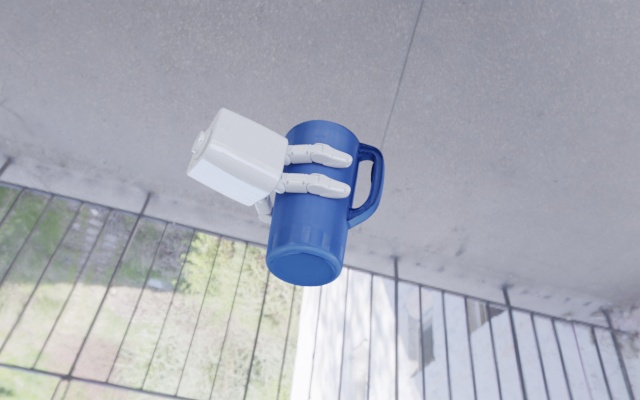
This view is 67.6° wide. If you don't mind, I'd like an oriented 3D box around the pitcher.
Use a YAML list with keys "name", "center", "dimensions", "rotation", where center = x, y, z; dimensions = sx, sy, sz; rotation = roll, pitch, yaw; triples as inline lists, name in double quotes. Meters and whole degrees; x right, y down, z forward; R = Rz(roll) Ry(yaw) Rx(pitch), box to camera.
- name: "pitcher"
  center: [0.000, 0.002, 0.725]
  dimensions: [0.145, 0.242, 0.149]
  rotation: [27, -42, -22]
